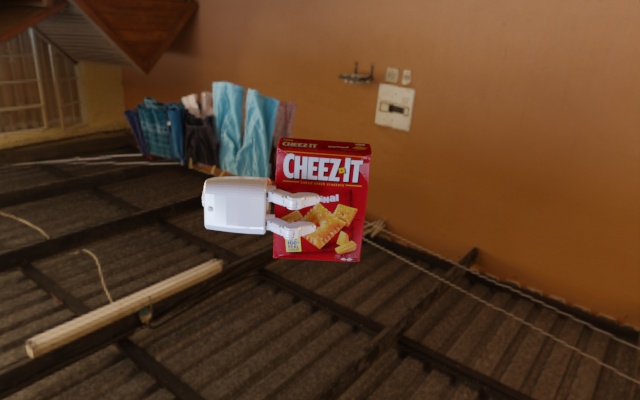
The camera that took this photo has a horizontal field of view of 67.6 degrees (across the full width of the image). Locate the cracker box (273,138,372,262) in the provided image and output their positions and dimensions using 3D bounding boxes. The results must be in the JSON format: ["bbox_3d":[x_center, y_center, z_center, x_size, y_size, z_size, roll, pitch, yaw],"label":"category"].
[{"bbox_3d":[0.000,0.003,0.863,0.164,0.214,0.072,4,22,-1],"label":"cracker box"}]
